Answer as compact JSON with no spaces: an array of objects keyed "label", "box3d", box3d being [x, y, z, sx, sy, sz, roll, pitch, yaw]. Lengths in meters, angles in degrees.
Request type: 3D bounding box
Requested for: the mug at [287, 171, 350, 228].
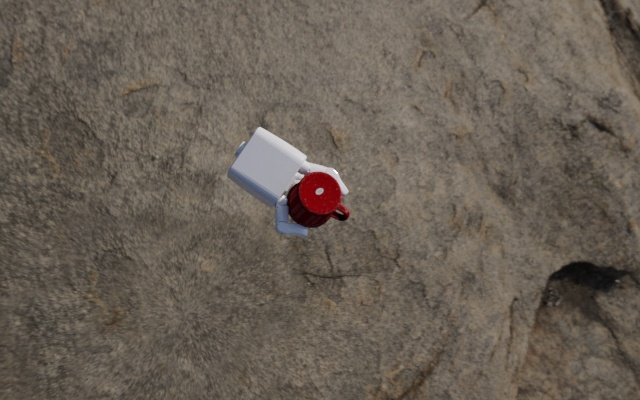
[{"label":"mug","box3d":[0.001,0.004,0.864,0.117,0.093,0.081,32,-19,-5]}]
